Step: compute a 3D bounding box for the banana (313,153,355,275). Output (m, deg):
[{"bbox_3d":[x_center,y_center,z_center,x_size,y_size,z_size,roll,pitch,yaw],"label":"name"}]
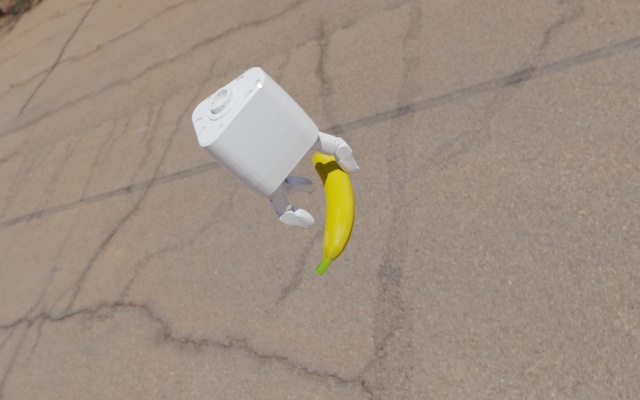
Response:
[{"bbox_3d":[0.015,-0.002,0.645,0.069,0.197,0.037,-24,-42,30],"label":"banana"}]
